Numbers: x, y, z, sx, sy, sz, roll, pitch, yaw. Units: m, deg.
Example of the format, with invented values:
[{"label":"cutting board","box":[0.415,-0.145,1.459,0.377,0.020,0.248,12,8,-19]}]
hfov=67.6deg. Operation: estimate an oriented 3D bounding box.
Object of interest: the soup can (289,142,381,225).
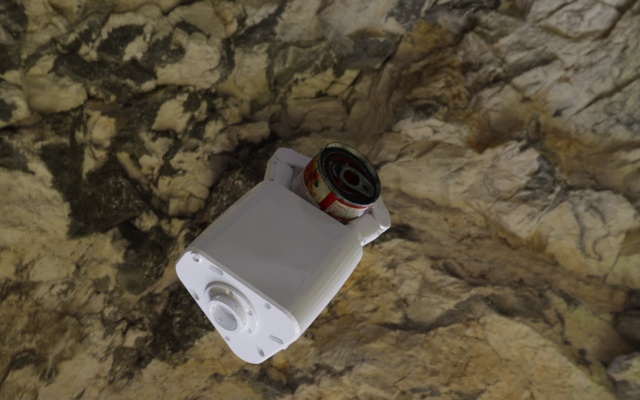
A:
[{"label":"soup can","box":[0.000,0.001,0.457,0.068,0.068,0.102,0,-31,-38]}]
